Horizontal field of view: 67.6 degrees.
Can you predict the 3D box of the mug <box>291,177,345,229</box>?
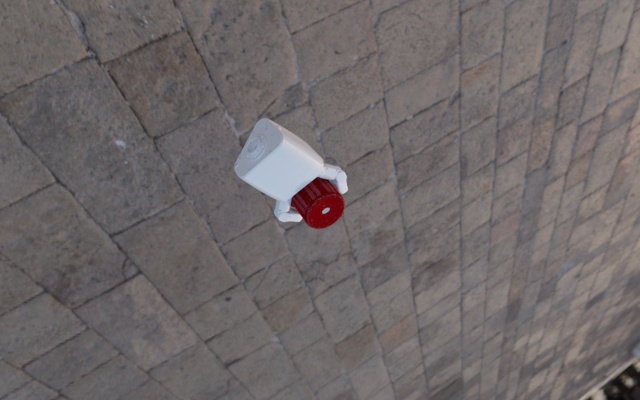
[{"bbox_3d":[0.001,0.004,0.895,0.117,0.093,0.081,28,17,-44],"label":"mug"}]
